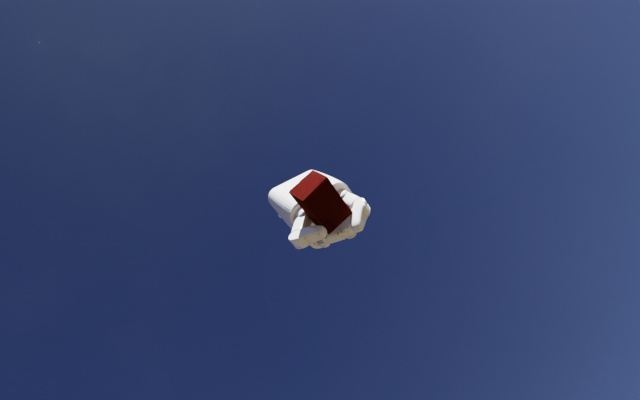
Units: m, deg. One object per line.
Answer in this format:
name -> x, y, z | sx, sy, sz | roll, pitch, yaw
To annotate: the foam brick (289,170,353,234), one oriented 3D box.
foam brick -> 0.000, 0.002, 0.719 | 0.053, 0.078, 0.051 | -42, 33, -9
